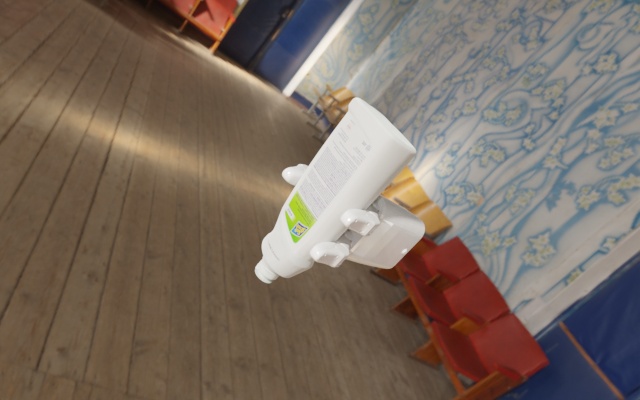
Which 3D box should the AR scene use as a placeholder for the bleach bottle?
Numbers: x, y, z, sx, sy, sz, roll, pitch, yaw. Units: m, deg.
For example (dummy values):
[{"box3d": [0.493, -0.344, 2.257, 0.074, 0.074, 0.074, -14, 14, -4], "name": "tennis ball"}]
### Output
[{"box3d": [0.000, 0.002, 0.591, 0.068, 0.251, 0.102, 24, 24, -42], "name": "bleach bottle"}]
